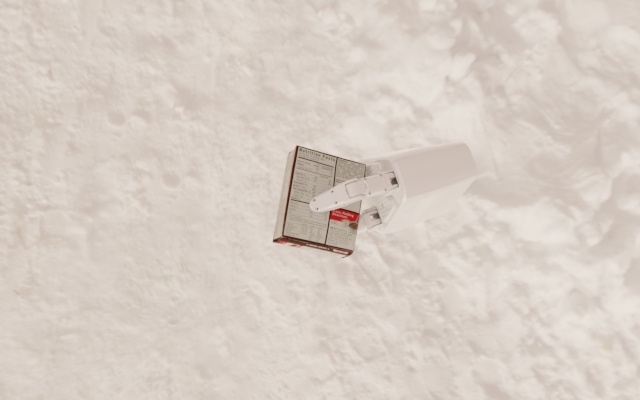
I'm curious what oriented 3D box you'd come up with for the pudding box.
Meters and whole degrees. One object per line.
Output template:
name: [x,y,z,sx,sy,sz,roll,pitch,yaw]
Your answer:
pudding box: [0.000,0.002,0.550,0.090,0.113,0.039,14,-19,-16]
